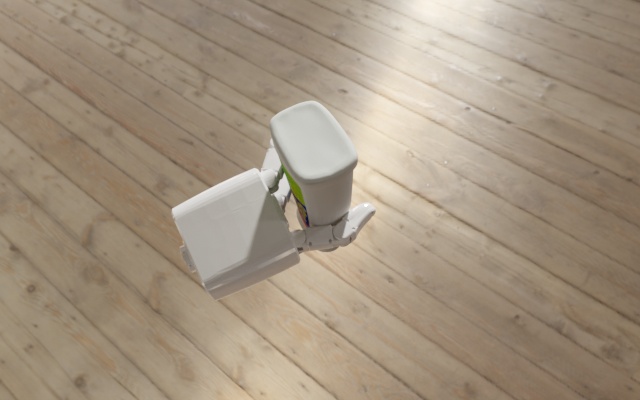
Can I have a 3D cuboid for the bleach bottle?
[{"bbox_3d":[0.000,0.002,0.568,0.068,0.102,0.251,-25,-30,-10],"label":"bleach bottle"}]
